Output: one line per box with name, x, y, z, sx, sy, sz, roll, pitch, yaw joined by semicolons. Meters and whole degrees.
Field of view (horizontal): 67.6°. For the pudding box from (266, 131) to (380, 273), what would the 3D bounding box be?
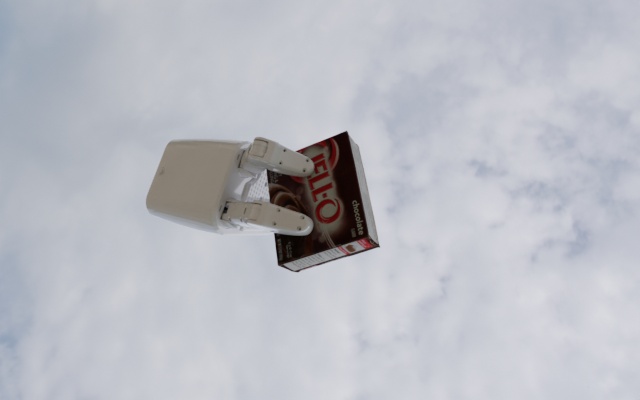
pudding box;0.000;0.002;0.449;0.090;0.113;0.039;-20;-27;20
